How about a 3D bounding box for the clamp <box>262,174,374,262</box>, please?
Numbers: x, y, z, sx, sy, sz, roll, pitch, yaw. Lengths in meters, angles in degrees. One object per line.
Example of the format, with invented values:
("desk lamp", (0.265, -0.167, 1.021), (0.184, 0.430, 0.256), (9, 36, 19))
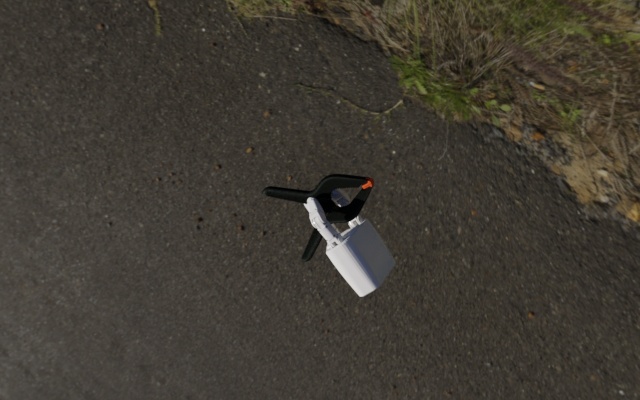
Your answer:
("clamp", (0.000, 0.003, 0.893), (0.210, 0.164, 0.036), (-34, 6, 21))
